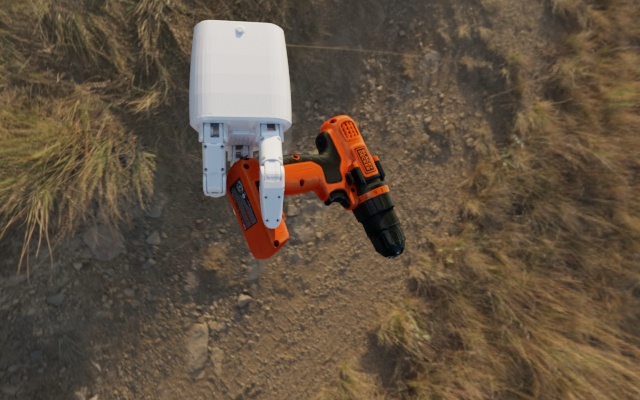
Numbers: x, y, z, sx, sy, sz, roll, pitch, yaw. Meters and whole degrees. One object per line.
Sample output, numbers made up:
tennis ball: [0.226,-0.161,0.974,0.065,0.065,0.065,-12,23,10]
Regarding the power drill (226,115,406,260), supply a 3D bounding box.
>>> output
power drill: [0.000,0.002,0.541,0.187,0.184,0.057,-19,-11,-36]
